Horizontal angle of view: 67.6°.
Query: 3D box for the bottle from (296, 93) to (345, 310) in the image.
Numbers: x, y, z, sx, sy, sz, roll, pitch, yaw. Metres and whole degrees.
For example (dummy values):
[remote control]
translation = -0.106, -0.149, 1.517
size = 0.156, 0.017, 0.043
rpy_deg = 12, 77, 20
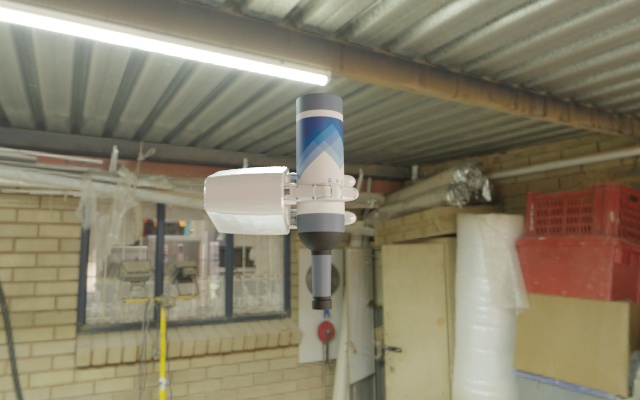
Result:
[bottle]
translation = 0.000, 0.002, 0.669
size = 0.069, 0.295, 0.069
rpy_deg = -1, -7, 0
